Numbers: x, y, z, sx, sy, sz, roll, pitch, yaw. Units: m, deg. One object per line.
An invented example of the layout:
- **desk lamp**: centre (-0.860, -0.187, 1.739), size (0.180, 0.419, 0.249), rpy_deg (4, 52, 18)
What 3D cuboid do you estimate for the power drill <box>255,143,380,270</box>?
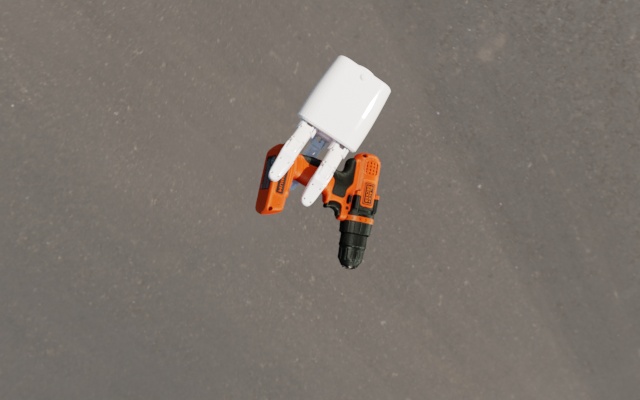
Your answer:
- **power drill**: centre (0.000, 0.002, 0.723), size (0.188, 0.184, 0.057), rpy_deg (14, -9, -27)
